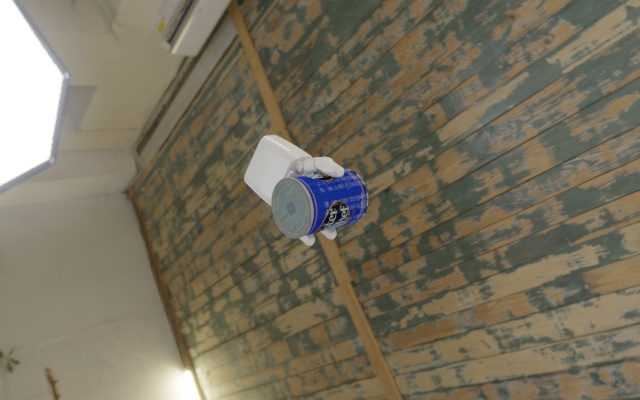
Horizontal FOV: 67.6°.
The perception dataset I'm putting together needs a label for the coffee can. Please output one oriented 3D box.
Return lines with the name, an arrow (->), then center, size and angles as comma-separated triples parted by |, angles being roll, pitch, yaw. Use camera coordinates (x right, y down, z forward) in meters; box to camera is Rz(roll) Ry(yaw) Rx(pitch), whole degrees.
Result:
coffee can -> 0.000, 0.003, 0.835 | 0.140, 0.103, 0.103 | -12, 8, -42
